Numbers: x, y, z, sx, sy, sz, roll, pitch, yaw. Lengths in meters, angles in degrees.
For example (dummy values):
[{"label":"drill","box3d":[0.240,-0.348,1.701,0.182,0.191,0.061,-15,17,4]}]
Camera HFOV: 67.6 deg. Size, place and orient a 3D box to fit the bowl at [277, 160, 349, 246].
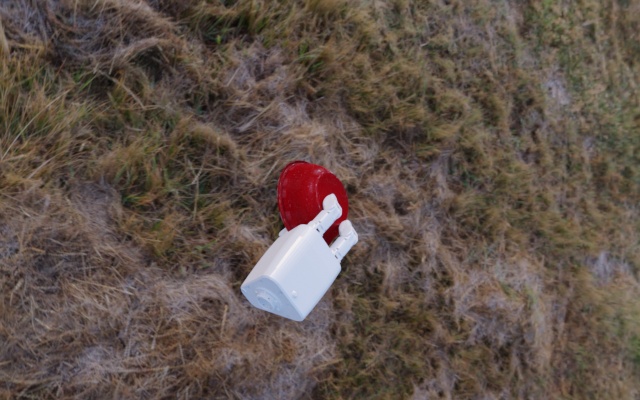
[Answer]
[{"label":"bowl","box3d":[0.001,0.002,0.811,0.055,0.162,0.162,-17,-10,35]}]
